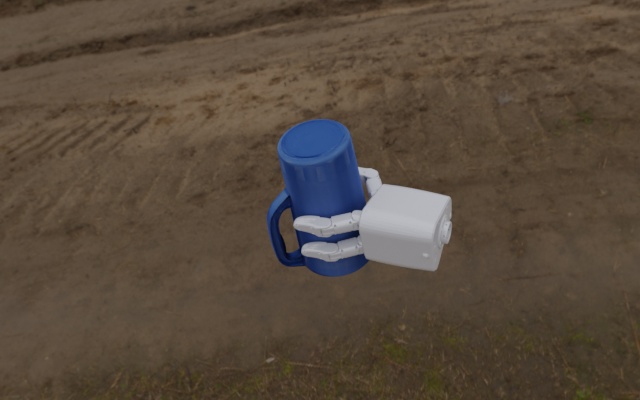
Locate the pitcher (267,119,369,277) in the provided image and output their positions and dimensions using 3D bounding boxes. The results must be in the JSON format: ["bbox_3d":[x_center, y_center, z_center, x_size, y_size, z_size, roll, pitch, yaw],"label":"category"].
[{"bbox_3d":[0.000,0.002,0.754,0.145,0.243,0.149,10,47,24],"label":"pitcher"}]
